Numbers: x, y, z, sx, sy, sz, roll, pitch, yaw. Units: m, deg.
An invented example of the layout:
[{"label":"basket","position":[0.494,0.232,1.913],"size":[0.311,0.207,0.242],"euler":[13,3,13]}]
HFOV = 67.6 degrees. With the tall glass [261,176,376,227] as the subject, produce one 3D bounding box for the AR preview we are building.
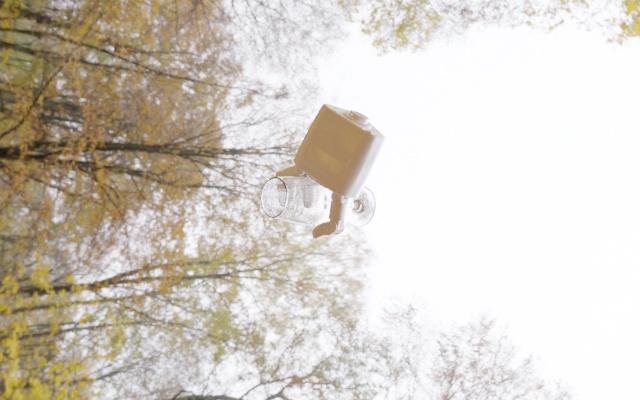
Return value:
[{"label":"tall glass","position":[0.001,0.003,0.782],"size":[0.201,0.079,0.079],"euler":[5,-4,-45]}]
